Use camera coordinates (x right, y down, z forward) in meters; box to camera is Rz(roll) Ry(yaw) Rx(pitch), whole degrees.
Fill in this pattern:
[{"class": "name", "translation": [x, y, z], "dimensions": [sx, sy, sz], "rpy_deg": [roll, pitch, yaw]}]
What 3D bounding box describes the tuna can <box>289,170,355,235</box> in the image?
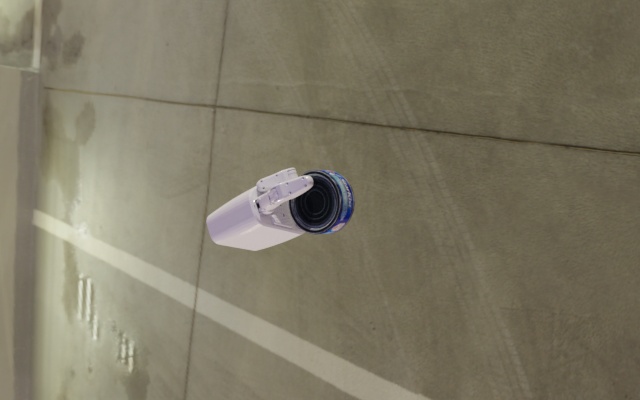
[{"class": "tuna can", "translation": [0.000, 0.002, 0.630], "dimensions": [0.086, 0.086, 0.034], "rpy_deg": [0, 0, 34]}]
